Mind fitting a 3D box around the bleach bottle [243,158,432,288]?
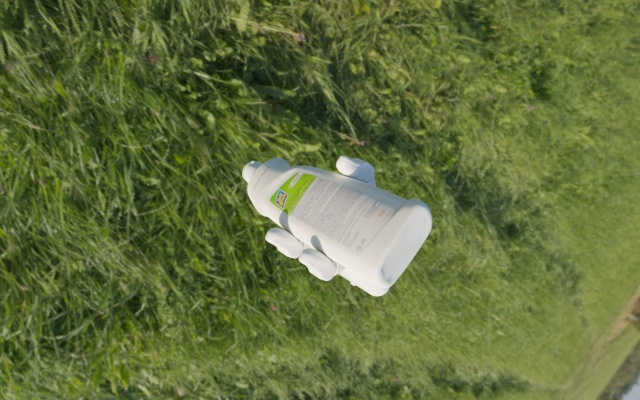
[{"bbox_3d":[0.000,0.002,0.572,0.250,0.102,0.068,29,-15,36],"label":"bleach bottle"}]
